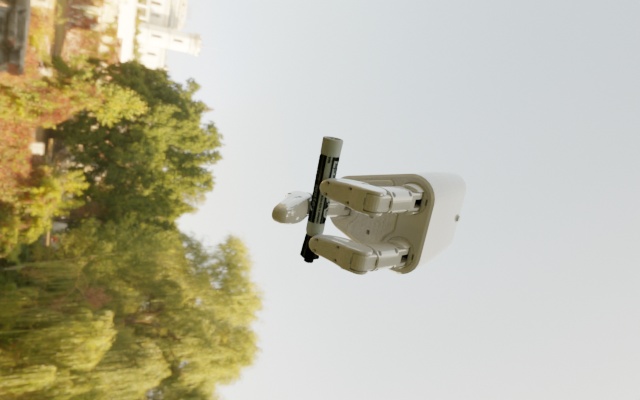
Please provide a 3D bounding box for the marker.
[{"bbox_3d":[0.000,0.001,0.442,0.020,0.121,0.020,10,16,-3],"label":"marker"}]
